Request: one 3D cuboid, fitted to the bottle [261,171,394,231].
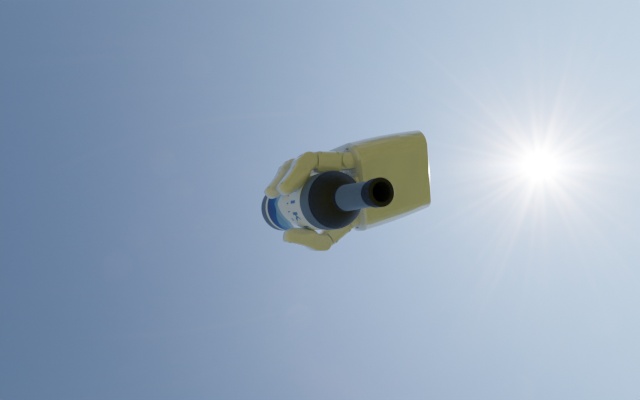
[{"bbox_3d":[0.000,0.002,0.570,0.069,0.069,0.296,0,-4,-22],"label":"bottle"}]
